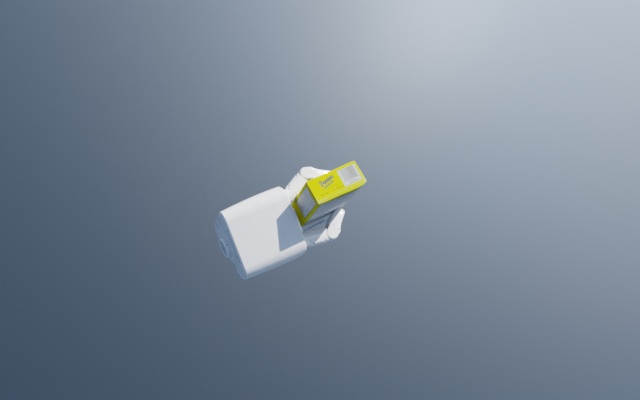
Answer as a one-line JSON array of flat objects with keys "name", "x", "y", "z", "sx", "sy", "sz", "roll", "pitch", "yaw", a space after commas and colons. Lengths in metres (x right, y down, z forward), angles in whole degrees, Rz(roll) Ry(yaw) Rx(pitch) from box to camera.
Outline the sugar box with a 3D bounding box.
[{"name": "sugar box", "x": 0.000, "y": 0.002, "z": 0.788, "sx": 0.093, "sy": 0.048, "sz": 0.176, "roll": -24, "pitch": -10, "yaw": -25}]
